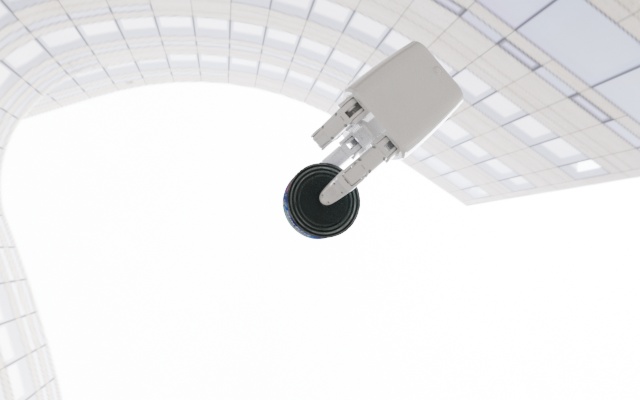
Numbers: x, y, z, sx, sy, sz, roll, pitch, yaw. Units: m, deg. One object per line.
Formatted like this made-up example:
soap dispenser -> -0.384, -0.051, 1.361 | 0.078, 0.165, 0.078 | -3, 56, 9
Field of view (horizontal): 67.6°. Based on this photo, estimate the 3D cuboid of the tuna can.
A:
tuna can -> 0.000, 0.002, 0.548 | 0.086, 0.086, 0.034 | 0, -9, -16
